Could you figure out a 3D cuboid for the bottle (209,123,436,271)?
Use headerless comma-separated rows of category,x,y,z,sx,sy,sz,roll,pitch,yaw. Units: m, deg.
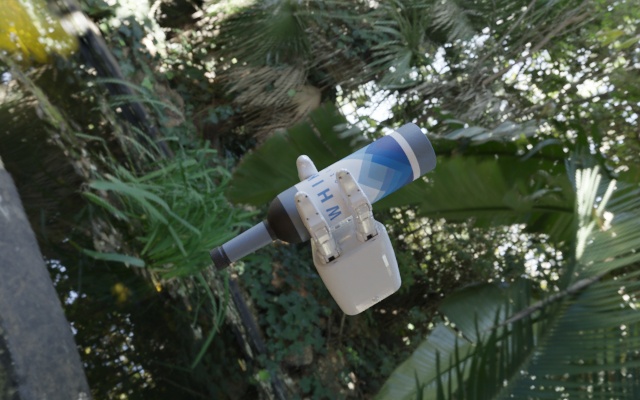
bottle,0.000,0.002,0.590,0.295,0.069,0.069,-29,3,-6
